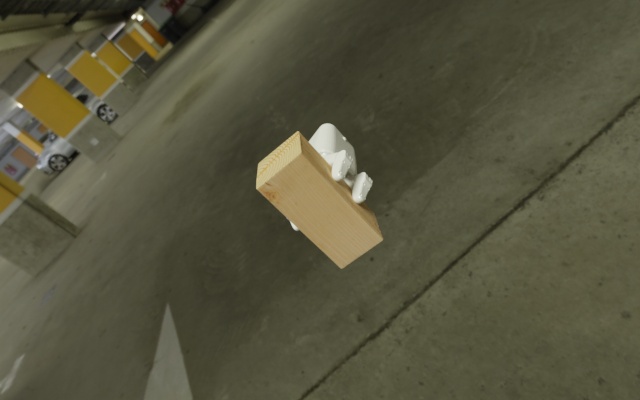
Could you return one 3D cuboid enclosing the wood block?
[{"bbox_3d":[0.000,0.002,0.775,0.091,0.206,0.090,-37,27,16],"label":"wood block"}]
